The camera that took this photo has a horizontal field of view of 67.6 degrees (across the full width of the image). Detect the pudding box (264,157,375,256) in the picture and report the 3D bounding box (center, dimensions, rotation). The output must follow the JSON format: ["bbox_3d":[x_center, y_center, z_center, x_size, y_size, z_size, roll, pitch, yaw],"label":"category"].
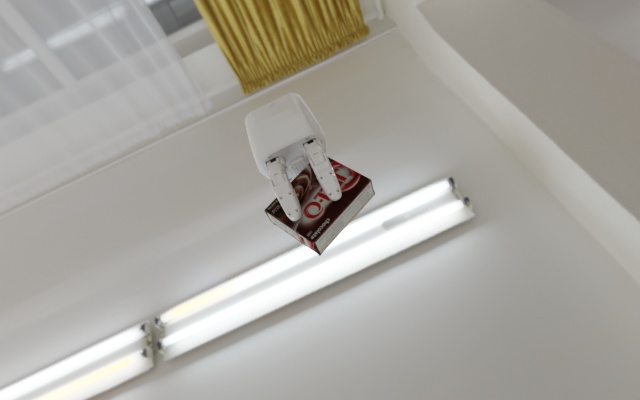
[{"bbox_3d":[0.000,0.002,0.608,0.090,0.113,0.039,31,-19,34],"label":"pudding box"}]
